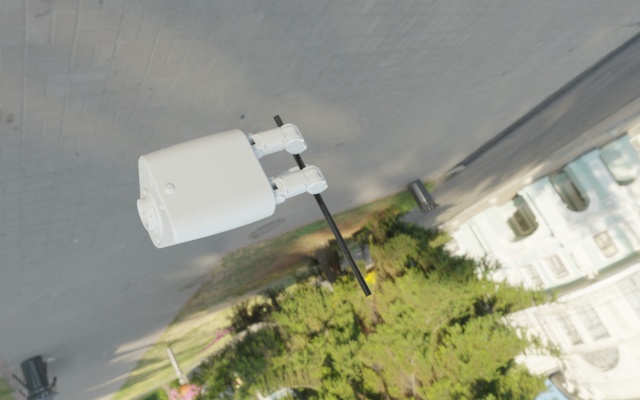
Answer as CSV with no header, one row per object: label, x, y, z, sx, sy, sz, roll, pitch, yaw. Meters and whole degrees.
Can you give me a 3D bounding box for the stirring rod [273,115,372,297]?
stirring rod,0.000,0.002,0.557,0.011,0.239,0.011,-26,-13,-6
